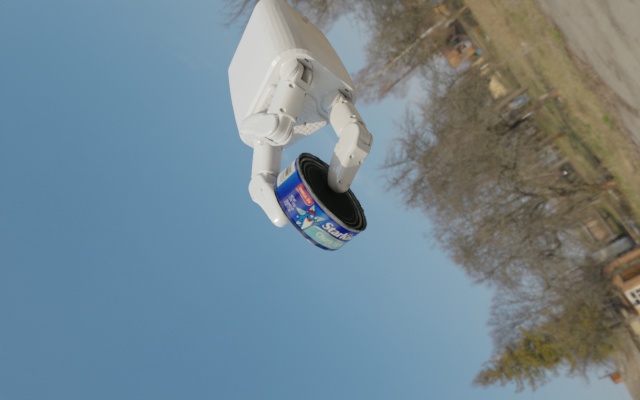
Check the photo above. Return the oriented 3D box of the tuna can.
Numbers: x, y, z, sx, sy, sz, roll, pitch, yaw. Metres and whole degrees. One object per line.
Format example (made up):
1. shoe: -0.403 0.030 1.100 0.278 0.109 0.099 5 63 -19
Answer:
1. tuna can: 0.000 0.002 0.418 0.034 0.086 0.086 -40 -17 20
